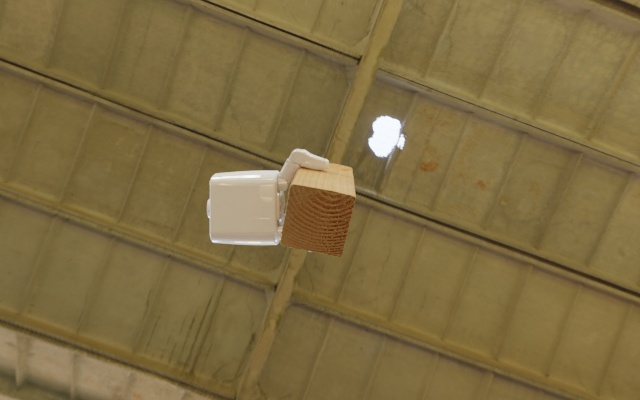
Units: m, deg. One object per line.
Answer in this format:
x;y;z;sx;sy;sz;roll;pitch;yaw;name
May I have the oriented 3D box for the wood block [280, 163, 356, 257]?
0.000;0.002;0.737;0.090;0.091;0.206;11;15;-1;wood block
